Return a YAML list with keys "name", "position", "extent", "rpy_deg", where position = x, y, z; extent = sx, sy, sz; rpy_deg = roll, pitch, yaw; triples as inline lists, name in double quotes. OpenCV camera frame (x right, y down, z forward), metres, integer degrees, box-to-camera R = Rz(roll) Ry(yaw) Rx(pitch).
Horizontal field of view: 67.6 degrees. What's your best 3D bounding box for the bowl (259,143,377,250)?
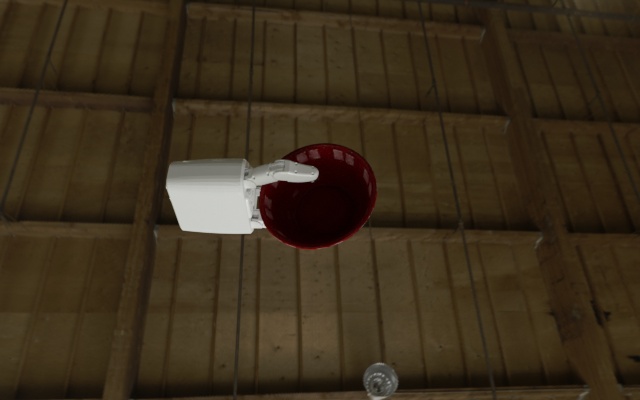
- name: "bowl"
  position: [0.001, 0.003, 0.655]
  extent: [0.162, 0.162, 0.055]
  rpy_deg: [0, -29, 14]
